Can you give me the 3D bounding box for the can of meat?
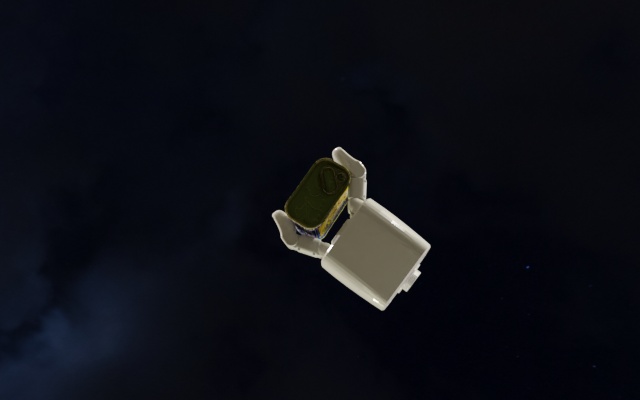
[{"bbox_3d":[0.000,0.002,0.687,0.057,0.102,0.084,31,-13,14],"label":"can of meat"}]
